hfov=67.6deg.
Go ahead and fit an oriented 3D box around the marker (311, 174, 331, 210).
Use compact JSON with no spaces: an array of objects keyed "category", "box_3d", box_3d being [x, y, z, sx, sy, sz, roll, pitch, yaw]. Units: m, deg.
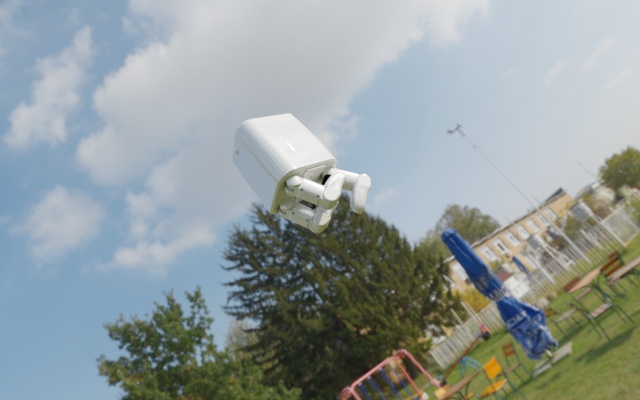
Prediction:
[{"category":"marker","box_3d":[0.000,0.002,0.697,0.020,0.020,0.121,0,-34,-16]}]
